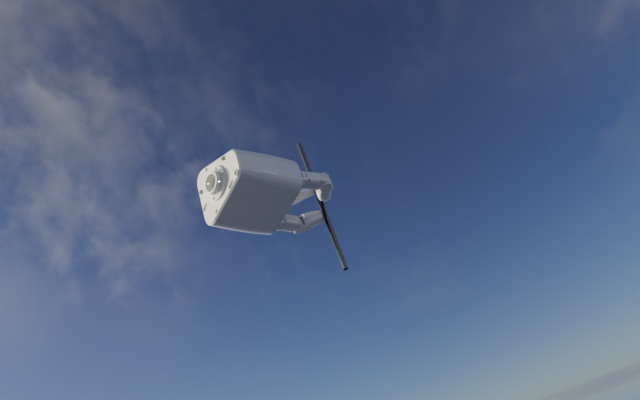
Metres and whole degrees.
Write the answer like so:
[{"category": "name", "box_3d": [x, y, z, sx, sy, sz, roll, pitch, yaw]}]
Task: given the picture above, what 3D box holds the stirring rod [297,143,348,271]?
[{"category": "stirring rod", "box_3d": [0.000, 0.003, 0.756, 0.011, 0.239, 0.011, -15, -30, -9]}]
